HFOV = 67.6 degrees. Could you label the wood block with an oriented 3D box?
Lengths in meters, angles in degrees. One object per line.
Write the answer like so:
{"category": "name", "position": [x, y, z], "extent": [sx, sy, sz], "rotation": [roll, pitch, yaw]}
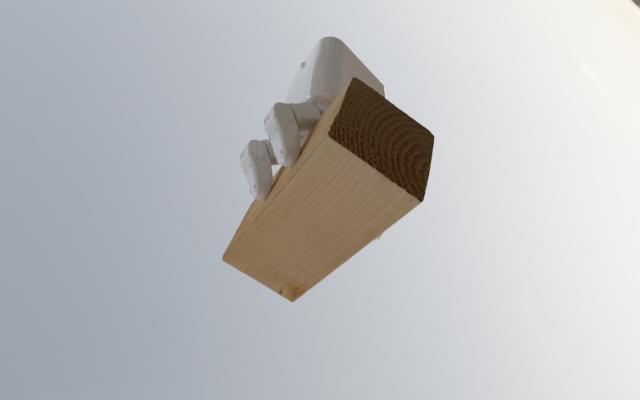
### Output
{"category": "wood block", "position": [0.000, 0.001, 0.445], "extent": [0.091, 0.090, 0.206], "rotation": [33, -45, -12]}
